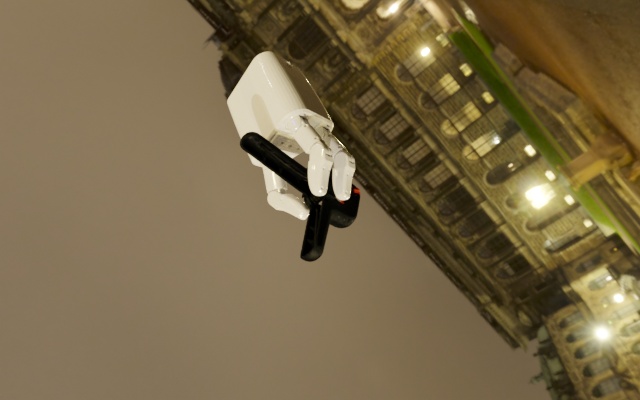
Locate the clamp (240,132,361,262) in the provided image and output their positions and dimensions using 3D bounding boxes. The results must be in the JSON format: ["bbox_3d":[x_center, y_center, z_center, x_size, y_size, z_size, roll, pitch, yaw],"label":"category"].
[{"bbox_3d":[0.000,0.002,0.596,0.036,0.164,0.210,-36,-23,24],"label":"clamp"}]
